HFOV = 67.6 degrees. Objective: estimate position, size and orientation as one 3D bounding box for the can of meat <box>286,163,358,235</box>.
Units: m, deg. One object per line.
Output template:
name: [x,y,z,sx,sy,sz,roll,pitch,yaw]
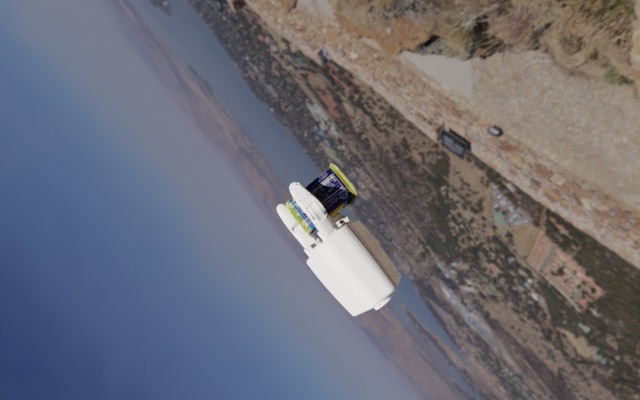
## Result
can of meat: [0.000,0.002,0.672,0.084,0.057,0.102,-39,-6,-6]
